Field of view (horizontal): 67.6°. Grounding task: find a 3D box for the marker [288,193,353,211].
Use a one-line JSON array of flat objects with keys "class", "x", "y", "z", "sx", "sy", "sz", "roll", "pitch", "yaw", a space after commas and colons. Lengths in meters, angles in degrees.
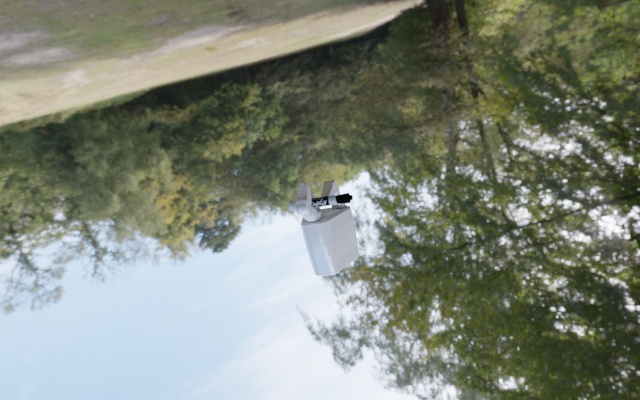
[{"class": "marker", "x": 0.000, "y": 0.003, "z": 0.858, "sx": 0.121, "sy": 0.020, "sz": 0.020, "roll": -8, "pitch": -3, "yaw": 21}]
